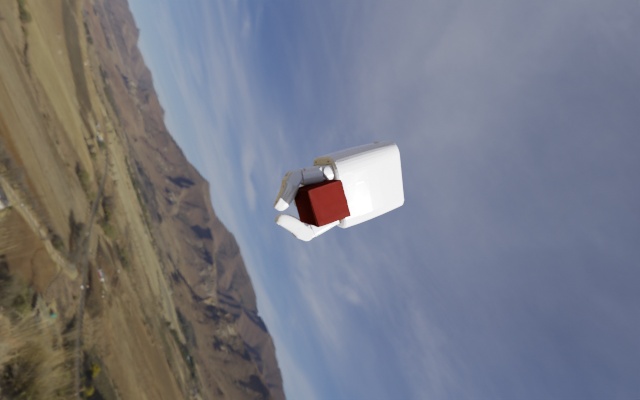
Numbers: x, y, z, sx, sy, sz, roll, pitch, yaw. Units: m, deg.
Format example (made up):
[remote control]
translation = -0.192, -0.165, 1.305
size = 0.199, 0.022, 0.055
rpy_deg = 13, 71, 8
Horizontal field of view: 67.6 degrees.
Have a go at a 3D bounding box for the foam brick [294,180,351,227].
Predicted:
[foam brick]
translation = 0.000, 0.002, 0.660
size = 0.051, 0.053, 0.078
rpy_deg = -17, 9, -17
